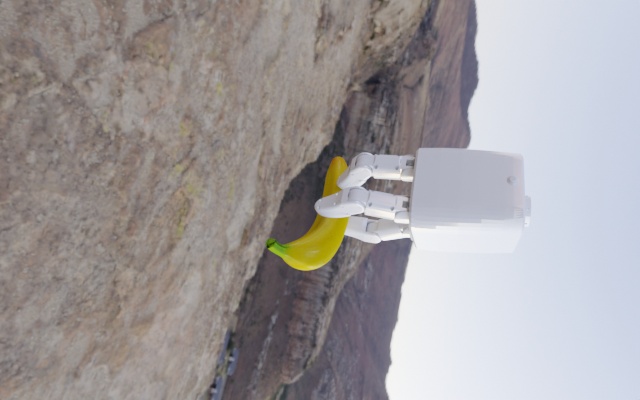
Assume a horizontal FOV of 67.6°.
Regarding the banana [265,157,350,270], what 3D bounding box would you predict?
[{"bbox_3d":[0.005,0.020,0.537,0.037,0.070,0.197,-7,26,26],"label":"banana"}]
